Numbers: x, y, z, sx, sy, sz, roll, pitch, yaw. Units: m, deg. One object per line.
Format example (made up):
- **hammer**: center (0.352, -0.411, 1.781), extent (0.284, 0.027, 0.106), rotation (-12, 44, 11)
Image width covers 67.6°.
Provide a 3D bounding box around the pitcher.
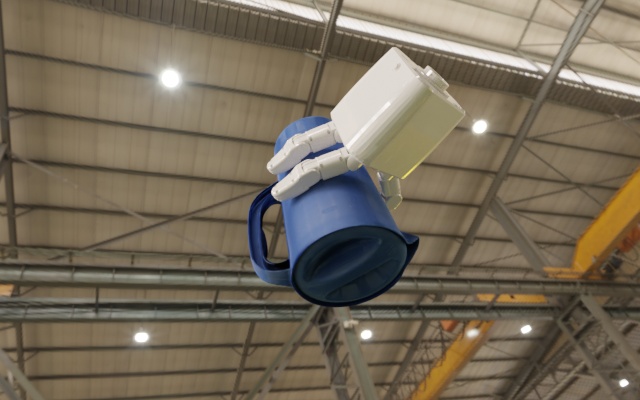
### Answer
- **pitcher**: center (0.000, 0.002, 0.596), extent (0.149, 0.145, 0.242), rotation (26, 29, -33)
